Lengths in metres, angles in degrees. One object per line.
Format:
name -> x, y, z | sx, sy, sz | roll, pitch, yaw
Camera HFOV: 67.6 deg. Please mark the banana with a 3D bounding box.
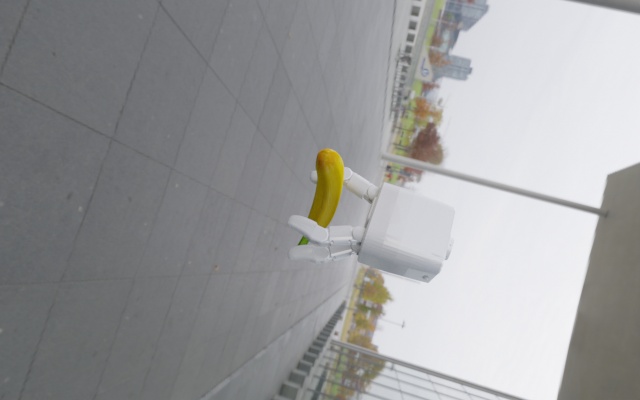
banana -> 0.006, -0.008, 0.639 | 0.037, 0.069, 0.198 | 21, -41, 8
